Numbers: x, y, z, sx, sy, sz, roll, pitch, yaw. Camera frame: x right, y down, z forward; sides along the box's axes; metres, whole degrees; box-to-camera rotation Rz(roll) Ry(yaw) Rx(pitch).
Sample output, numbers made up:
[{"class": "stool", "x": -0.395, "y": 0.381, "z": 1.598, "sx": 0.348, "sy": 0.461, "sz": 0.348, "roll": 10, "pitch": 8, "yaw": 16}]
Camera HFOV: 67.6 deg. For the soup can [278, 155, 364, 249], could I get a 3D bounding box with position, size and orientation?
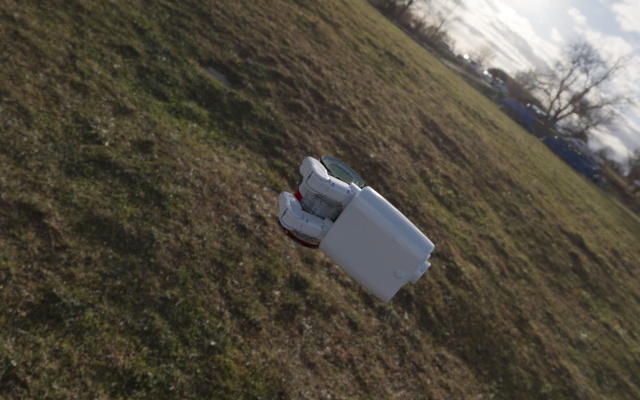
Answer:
[{"class": "soup can", "x": 0.000, "y": 0.001, "z": 0.607, "sx": 0.068, "sy": 0.102, "sz": 0.068, "roll": 30, "pitch": 21, "yaw": -13}]
